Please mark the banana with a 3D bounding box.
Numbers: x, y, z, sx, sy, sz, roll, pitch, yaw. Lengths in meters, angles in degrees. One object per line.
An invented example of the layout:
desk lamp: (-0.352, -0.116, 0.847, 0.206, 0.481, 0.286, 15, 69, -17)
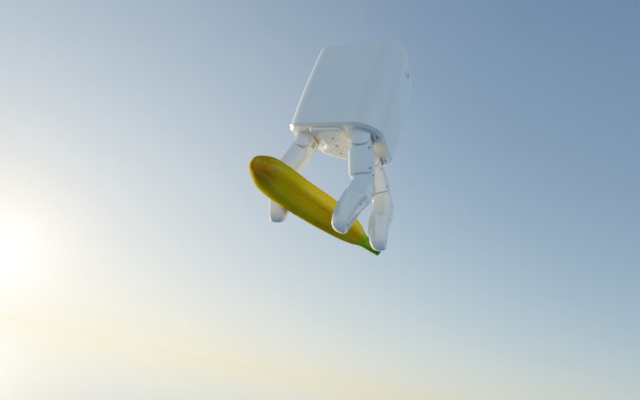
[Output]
banana: (-0.010, 0.000, 0.480, 0.069, 0.037, 0.198, 14, -15, 46)
